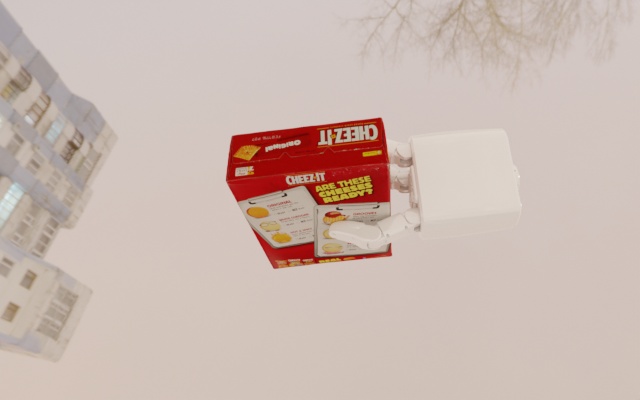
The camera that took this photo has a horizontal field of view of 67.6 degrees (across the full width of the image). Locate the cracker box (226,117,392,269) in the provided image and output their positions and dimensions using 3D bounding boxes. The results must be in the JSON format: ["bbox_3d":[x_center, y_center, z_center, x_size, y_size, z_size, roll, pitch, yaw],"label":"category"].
[{"bbox_3d":[0.000,0.002,0.567,0.164,0.072,0.214,-6,-33,5],"label":"cracker box"}]
